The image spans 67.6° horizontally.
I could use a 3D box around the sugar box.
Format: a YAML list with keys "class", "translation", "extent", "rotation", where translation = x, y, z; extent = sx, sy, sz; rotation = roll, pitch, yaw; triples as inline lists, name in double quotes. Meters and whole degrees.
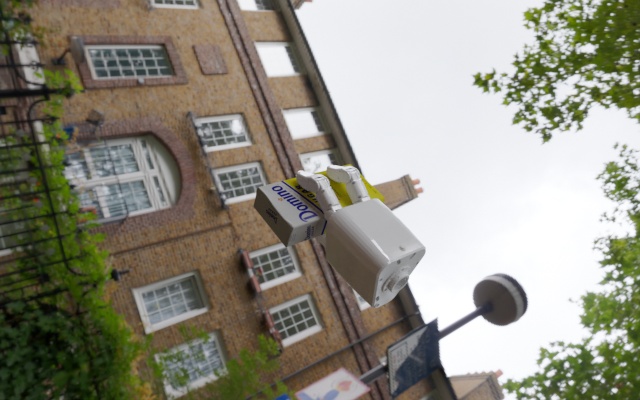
- class: "sugar box"
  translation: [0.000, 0.002, 0.712]
  extent: [0.176, 0.048, 0.093]
  rotation: [-15, 49, -37]
